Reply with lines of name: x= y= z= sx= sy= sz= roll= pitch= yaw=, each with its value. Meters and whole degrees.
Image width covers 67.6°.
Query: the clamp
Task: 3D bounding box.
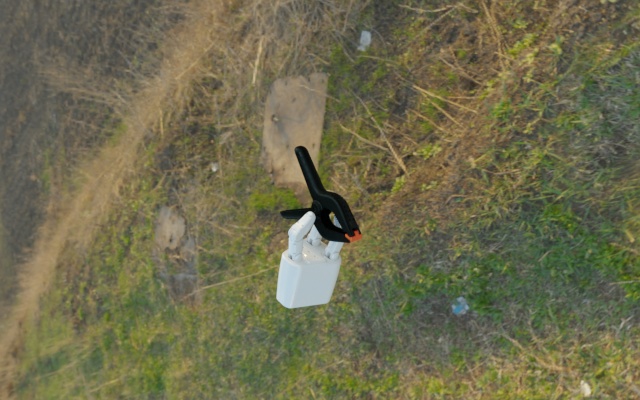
clamp: x=0.000 y=0.004 z=0.890 sx=0.036 sy=0.165 sz=0.210 roll=-16 pitch=36 yaw=-39
